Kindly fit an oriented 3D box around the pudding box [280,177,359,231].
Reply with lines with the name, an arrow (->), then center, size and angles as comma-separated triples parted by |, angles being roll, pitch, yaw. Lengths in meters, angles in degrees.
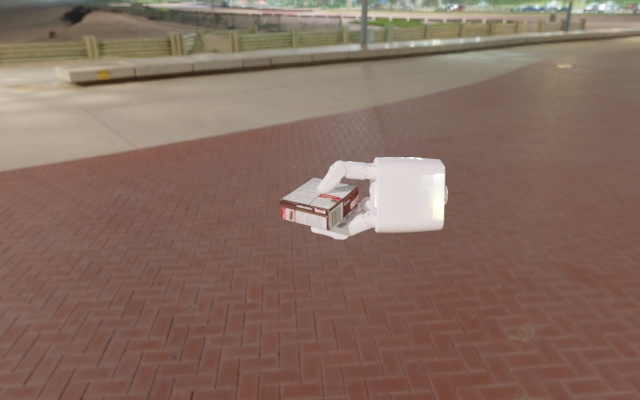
pudding box -> 0.000, 0.002, 0.775 | 0.090, 0.039, 0.113 | 11, 25, 25
